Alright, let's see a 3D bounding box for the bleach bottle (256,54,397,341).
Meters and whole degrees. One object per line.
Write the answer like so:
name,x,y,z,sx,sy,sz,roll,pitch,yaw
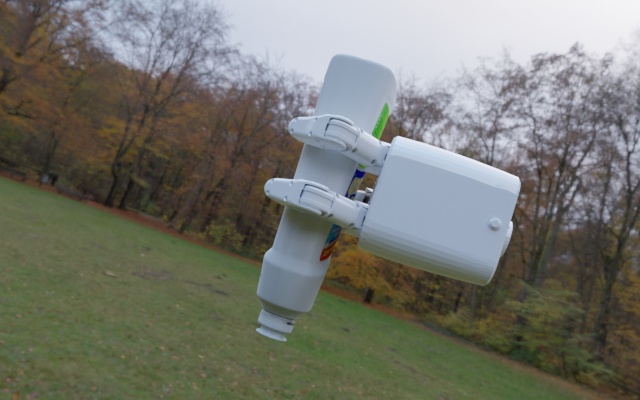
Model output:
bleach bottle,0.000,0.001,0.438,0.068,0.251,0.102,19,-7,9
